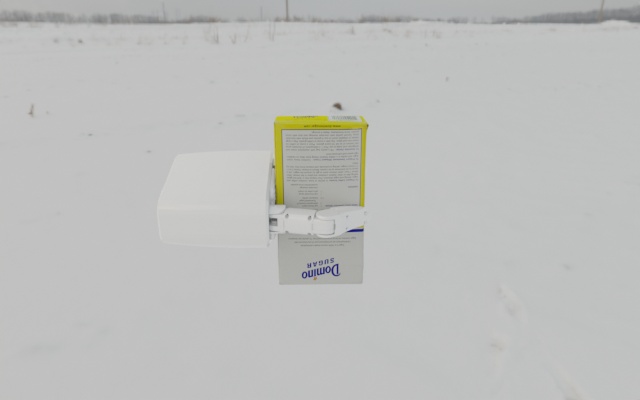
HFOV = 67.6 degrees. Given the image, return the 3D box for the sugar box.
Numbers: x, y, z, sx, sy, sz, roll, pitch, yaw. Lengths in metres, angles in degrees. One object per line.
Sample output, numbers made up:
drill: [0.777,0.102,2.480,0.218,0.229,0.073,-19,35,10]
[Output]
sugar box: [0.000,0.001,0.503,0.093,0.176,0.048,0,21,-1]
